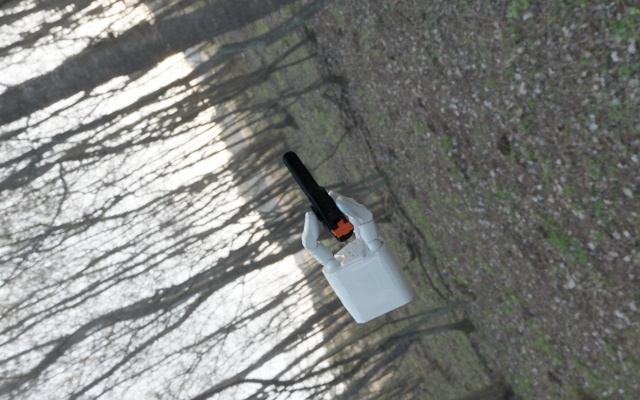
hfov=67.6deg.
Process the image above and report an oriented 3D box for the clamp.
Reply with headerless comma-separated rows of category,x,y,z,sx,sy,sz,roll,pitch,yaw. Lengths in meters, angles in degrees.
clamp,0.000,0.003,0.740,0.036,0.164,0.210,-34,16,-3
